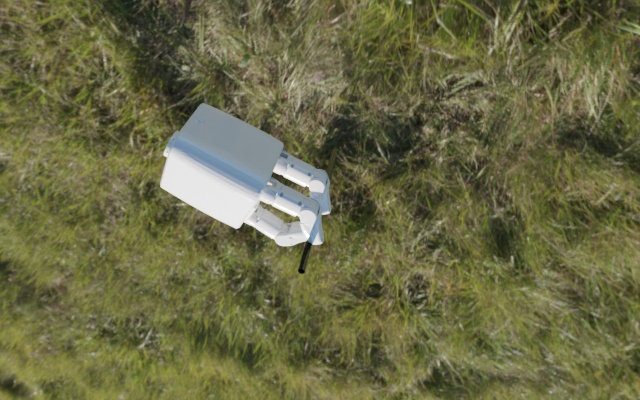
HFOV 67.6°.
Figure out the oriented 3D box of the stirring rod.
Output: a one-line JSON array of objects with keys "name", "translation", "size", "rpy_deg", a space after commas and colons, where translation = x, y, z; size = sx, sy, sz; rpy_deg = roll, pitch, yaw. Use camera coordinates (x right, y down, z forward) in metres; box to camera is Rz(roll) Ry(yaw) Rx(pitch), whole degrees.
[{"name": "stirring rod", "translation": [0.000, 0.002, 0.614], "size": [0.011, 0.011, 0.239], "rpy_deg": [0, 39, 13]}]
